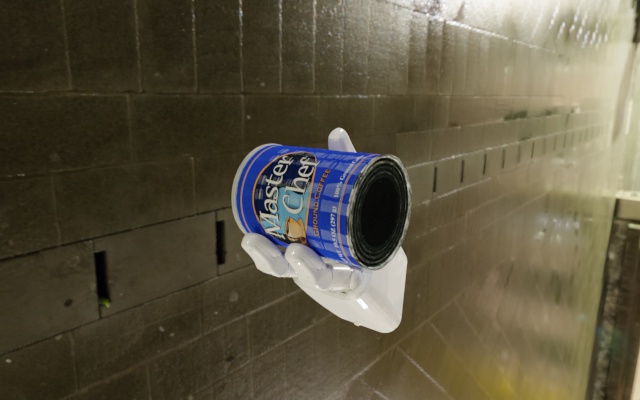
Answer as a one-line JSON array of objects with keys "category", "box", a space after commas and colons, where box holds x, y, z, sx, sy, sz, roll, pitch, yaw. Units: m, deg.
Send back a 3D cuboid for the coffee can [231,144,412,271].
[{"category": "coffee can", "box": [0.000, 0.001, 0.456, 0.140, 0.103, 0.103, 10, 6, 38]}]
